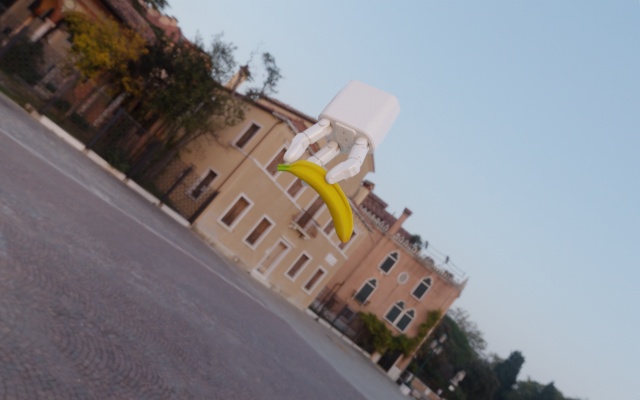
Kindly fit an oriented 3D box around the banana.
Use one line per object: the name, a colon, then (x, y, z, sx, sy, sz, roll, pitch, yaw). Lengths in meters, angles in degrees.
banana: (0.011, -0.004, 0.839, 0.069, 0.198, 0.037, -19, 29, 42)
